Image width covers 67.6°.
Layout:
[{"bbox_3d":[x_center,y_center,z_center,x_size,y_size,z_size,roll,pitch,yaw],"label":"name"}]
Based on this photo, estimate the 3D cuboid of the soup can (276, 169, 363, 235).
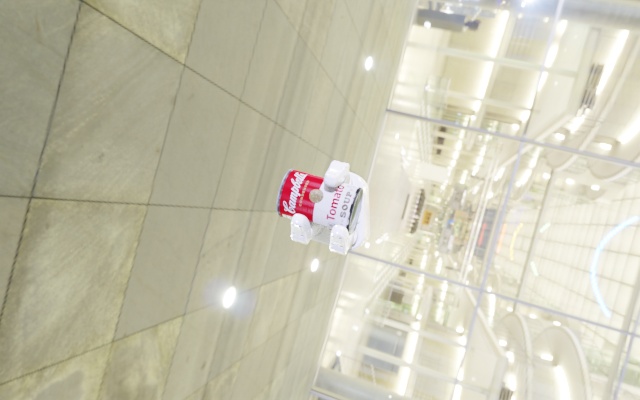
[{"bbox_3d":[0.000,0.002,0.647,0.102,0.068,0.068,15,3,13],"label":"soup can"}]
